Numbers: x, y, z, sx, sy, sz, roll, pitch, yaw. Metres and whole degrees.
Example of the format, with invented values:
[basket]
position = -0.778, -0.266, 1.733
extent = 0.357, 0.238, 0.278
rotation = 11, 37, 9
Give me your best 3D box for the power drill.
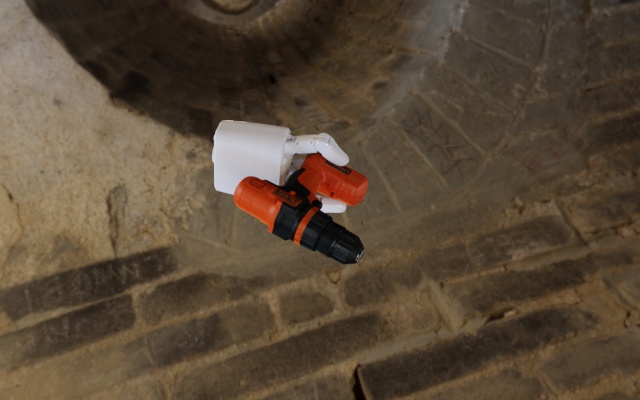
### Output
[power drill]
position = 0.000, 0.002, 0.661
extent = 0.184, 0.057, 0.187
rotation = 30, 29, 12
